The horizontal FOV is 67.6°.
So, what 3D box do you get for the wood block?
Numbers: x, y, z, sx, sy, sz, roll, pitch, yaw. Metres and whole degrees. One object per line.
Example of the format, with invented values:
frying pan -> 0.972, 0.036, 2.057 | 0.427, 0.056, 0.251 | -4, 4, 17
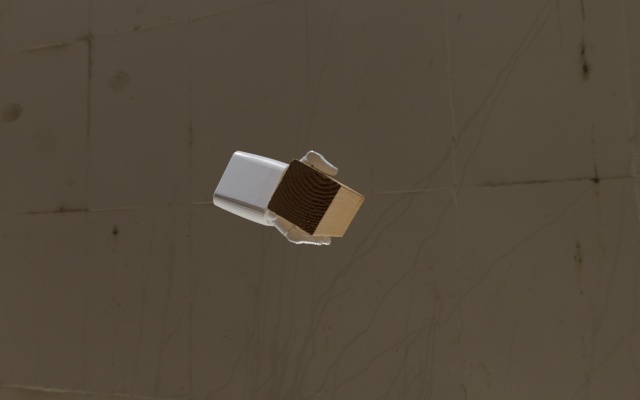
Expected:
wood block -> 0.000, 0.002, 0.818 | 0.090, 0.091, 0.206 | 30, 4, 15
